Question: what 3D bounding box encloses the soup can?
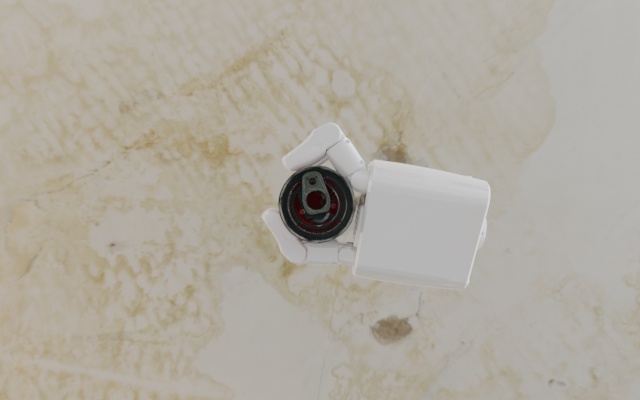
[{"bbox_3d":[0.000,0.002,0.464,0.068,0.068,0.102,0,2,4],"label":"soup can"}]
